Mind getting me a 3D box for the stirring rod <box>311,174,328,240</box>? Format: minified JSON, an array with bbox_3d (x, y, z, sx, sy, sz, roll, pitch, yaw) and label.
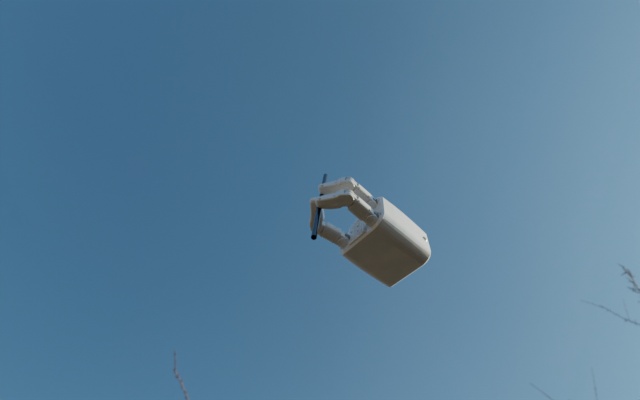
[{"bbox_3d":[0.000,0.003,0.758,0.011,0.011,0.239,0,23,5],"label":"stirring rod"}]
